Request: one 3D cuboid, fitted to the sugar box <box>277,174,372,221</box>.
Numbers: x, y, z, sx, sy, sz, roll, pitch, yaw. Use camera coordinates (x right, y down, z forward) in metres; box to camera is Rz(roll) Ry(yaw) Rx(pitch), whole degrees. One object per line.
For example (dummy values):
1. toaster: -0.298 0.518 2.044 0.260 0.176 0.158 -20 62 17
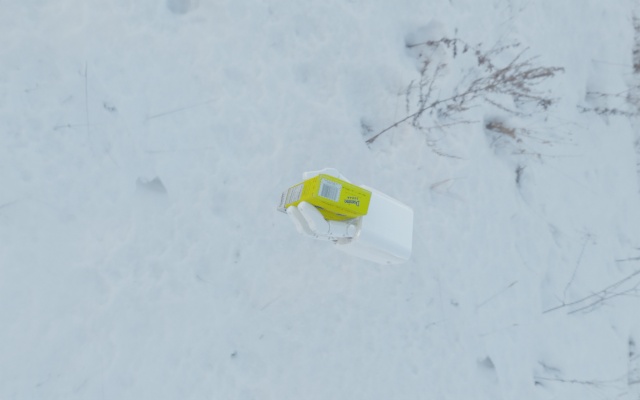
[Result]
1. sugar box: 0.000 0.003 0.794 0.093 0.048 0.176 20 -18 -20
